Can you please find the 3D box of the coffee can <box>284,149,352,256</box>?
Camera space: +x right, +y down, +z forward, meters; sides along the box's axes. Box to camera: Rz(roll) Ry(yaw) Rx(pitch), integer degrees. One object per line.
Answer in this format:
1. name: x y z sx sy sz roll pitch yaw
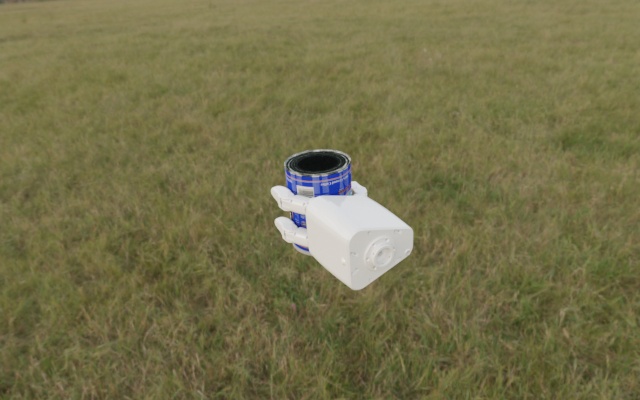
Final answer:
1. coffee can: 0.000 0.003 0.755 0.103 0.140 0.102 -4 27 2
